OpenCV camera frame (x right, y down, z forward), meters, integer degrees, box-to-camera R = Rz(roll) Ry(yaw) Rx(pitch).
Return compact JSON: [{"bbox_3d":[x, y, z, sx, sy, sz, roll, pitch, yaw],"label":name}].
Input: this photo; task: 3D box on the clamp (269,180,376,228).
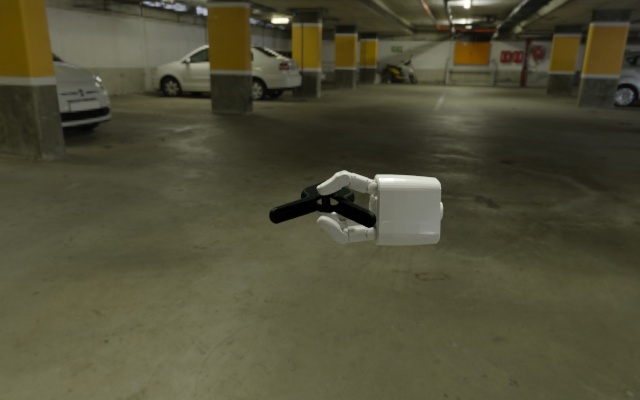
[{"bbox_3d":[0.000,0.002,0.814,0.164,0.036,0.210,2,16,-3],"label":"clamp"}]
